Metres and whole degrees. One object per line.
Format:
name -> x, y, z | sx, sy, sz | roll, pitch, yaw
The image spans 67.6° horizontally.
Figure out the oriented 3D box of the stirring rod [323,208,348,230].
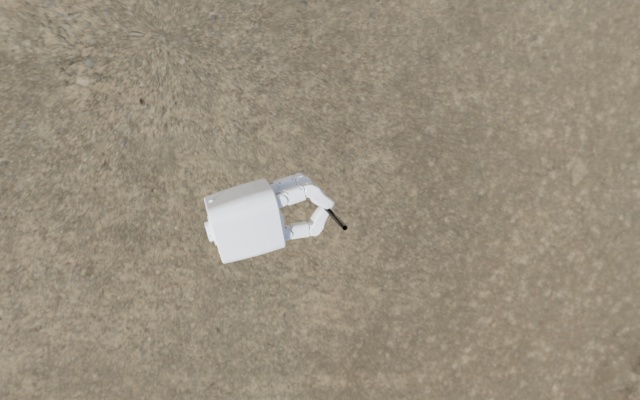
stirring rod -> 0.000, 0.003, 0.803 | 0.011, 0.011, 0.239 | 0, 18, -18
